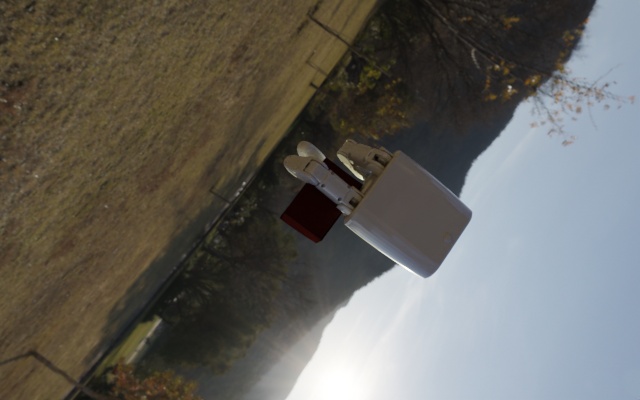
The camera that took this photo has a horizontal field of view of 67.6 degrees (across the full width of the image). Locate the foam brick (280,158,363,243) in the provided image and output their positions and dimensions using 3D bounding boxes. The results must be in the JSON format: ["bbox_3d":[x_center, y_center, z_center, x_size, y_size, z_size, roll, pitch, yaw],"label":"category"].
[{"bbox_3d":[0.000,0.002,0.526,0.051,0.078,0.053,38,-12,-2],"label":"foam brick"}]
